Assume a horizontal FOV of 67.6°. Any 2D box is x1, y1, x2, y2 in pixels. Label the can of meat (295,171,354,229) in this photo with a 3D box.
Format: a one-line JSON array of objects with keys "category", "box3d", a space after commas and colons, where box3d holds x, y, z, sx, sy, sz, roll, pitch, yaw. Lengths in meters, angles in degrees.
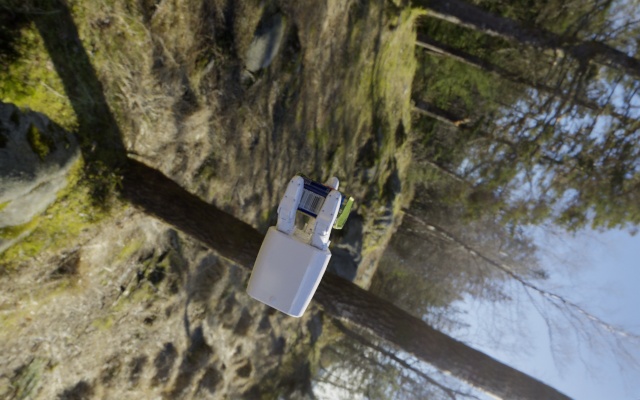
[{"category": "can of meat", "box3d": [0.000, 0.002, 0.709, 0.084, 0.057, 0.102, 24, 1, 9]}]
